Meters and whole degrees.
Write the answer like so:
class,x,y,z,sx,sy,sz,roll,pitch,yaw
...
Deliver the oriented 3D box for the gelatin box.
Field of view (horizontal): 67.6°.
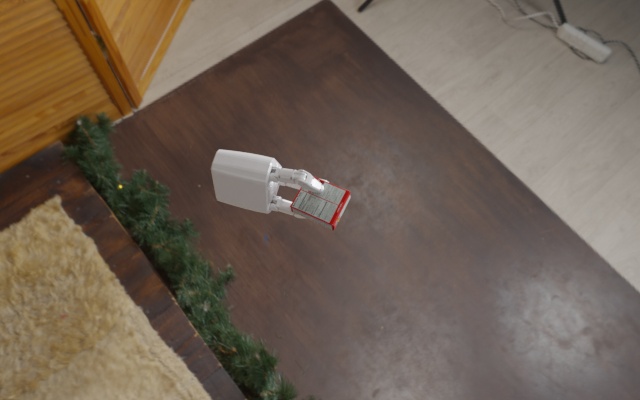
class,x,y,z,sx,sy,sz,roll,pitch,yaw
gelatin box,0.000,0.003,0.866,0.089,0.073,0.030,23,-20,15
